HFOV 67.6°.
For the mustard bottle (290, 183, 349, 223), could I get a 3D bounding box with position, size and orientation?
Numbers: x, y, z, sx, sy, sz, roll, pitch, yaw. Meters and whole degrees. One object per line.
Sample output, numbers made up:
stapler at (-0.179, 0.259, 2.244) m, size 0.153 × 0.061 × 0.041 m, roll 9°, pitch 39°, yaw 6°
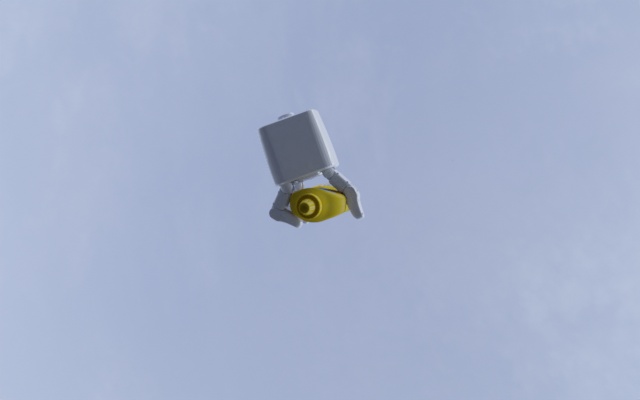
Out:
mustard bottle at (0.000, 0.003, 0.829) m, size 0.096 × 0.058 × 0.191 m, roll 6°, pitch 6°, yaw 15°
